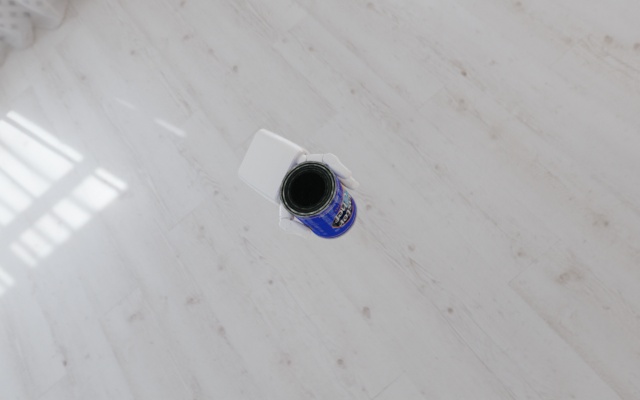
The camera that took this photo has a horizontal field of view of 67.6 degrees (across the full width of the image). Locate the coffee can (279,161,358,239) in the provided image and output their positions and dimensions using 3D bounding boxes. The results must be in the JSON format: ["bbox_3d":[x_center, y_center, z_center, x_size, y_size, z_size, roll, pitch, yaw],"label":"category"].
[{"bbox_3d":[0.000,0.003,0.860,0.103,0.102,0.140,0,-19,19],"label":"coffee can"}]
